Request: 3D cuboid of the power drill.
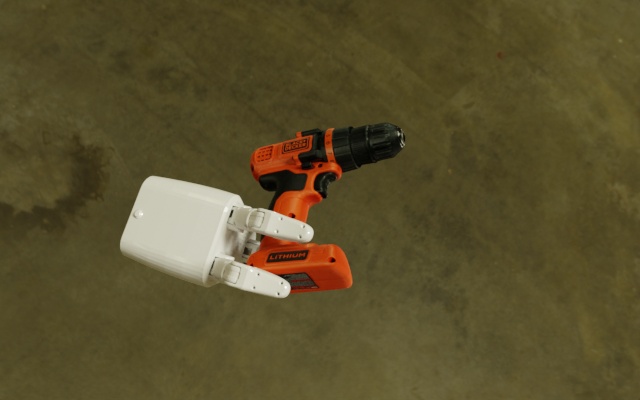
[{"bbox_3d":[0.000,0.002,0.508,0.184,0.187,0.057,-11,-40,22],"label":"power drill"}]
